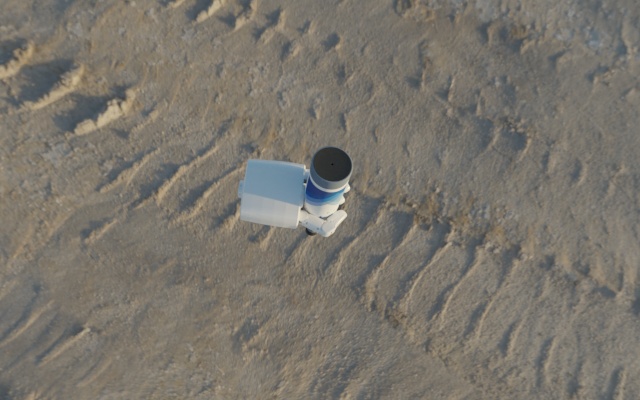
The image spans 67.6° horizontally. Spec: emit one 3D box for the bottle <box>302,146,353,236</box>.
[{"bbox_3d":[0.000,0.003,0.884,0.069,0.069,0.296,0,-24,-8],"label":"bottle"}]
